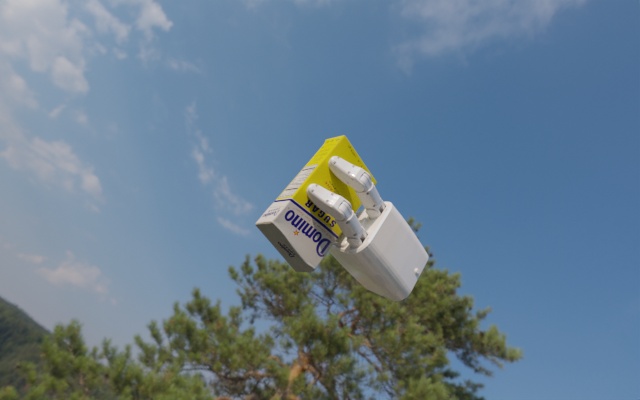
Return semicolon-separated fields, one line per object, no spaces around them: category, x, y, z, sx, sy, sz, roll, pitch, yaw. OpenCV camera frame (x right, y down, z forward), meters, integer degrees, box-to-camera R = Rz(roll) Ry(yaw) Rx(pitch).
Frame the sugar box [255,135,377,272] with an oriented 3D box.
sugar box;0.001;0.002;0.646;0.048;0.093;0.176;-10;36;48
